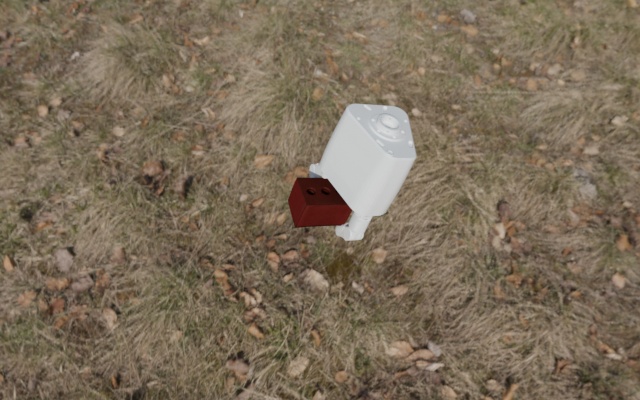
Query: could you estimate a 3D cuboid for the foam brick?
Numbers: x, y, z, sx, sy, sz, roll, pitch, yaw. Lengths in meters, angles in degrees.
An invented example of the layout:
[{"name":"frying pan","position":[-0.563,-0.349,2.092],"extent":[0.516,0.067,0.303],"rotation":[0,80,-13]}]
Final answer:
[{"name":"foam brick","position":[0.000,0.002,0.679],"extent":[0.078,0.053,0.051],"rotation":[-2,-39,-24]}]
